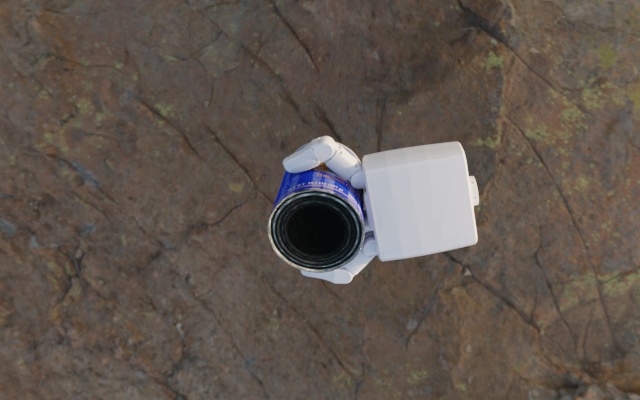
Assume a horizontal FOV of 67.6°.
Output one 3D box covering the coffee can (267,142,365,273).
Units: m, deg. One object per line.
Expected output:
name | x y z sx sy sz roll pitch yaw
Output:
coffee can | 0.000 0.002 0.559 0.103 0.103 0.140 0 28 5
